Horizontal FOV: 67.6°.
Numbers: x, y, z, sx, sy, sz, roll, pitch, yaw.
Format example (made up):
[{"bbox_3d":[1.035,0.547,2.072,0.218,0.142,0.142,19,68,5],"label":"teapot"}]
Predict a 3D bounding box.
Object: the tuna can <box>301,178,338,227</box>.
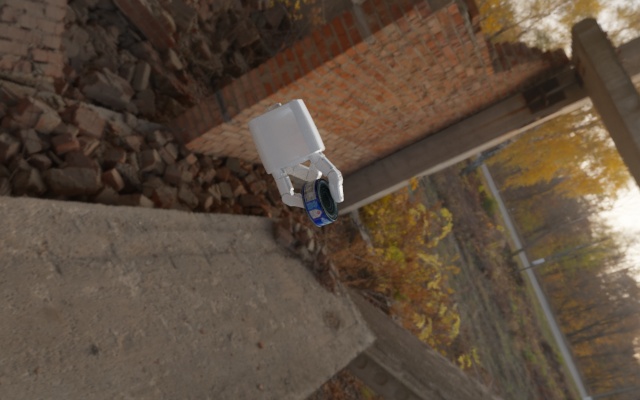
[{"bbox_3d":[0.001,0.003,0.878,0.034,0.086,0.086,-19,-7,21],"label":"tuna can"}]
